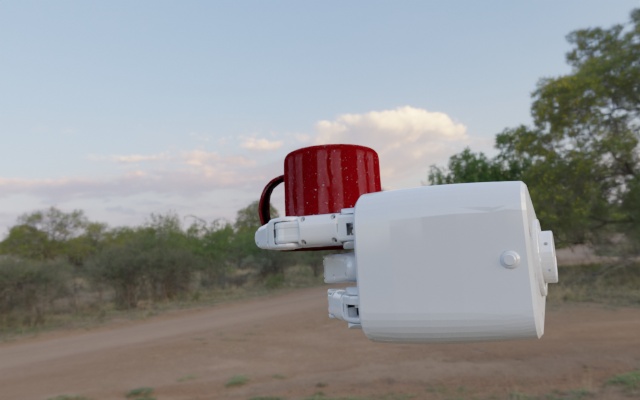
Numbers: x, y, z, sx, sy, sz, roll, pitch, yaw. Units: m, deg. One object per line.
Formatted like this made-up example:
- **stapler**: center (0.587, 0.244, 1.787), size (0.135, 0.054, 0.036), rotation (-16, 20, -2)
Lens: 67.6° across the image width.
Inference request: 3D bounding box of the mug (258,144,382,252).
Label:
- **mug**: center (-0.001, 0.001, 0.409), size (0.117, 0.081, 0.093), rotation (-6, -8, 25)
